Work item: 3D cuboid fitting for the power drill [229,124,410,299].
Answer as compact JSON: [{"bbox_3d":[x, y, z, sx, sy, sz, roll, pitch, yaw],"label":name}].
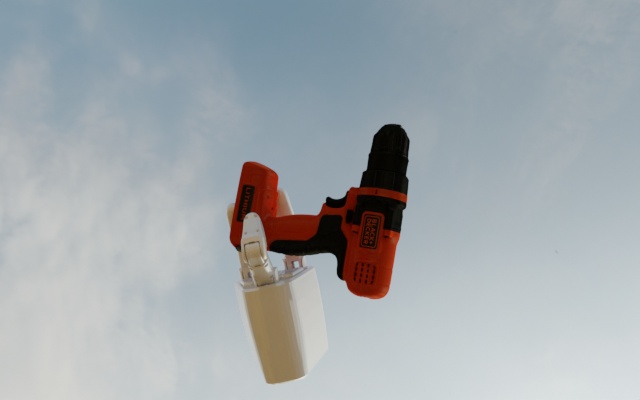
[{"bbox_3d":[0.000,0.002,0.522,0.187,0.184,0.057,7,-9,23],"label":"power drill"}]
